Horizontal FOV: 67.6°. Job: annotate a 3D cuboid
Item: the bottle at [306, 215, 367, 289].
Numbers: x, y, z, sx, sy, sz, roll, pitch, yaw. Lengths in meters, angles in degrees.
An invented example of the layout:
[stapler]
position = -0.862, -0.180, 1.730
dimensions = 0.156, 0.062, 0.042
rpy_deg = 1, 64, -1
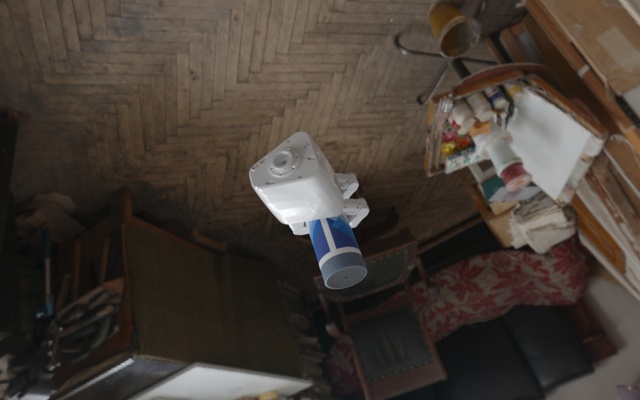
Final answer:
[bottle]
position = 0.000, 0.003, 0.800
dimensions = 0.069, 0.295, 0.069
rpy_deg = -12, -36, -9
